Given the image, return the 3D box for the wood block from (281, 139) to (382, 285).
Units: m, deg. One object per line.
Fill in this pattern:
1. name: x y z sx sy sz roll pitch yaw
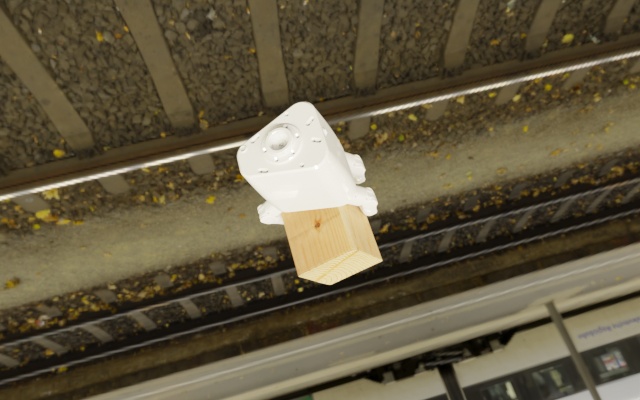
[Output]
1. wood block: 0.000 0.002 0.678 0.091 0.206 0.090 -28 -29 21
